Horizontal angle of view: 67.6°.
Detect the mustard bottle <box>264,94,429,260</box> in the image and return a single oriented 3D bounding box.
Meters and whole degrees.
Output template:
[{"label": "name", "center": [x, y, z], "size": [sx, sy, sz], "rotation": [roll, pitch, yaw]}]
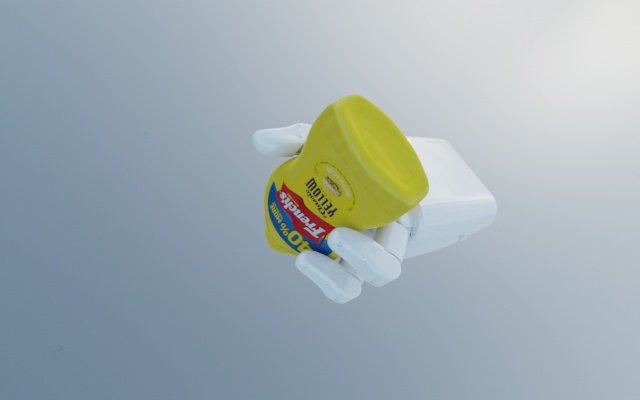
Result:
[{"label": "mustard bottle", "center": [0.000, 0.001, 0.411], "size": [0.058, 0.096, 0.192], "rotation": [-35, -4, -39]}]
